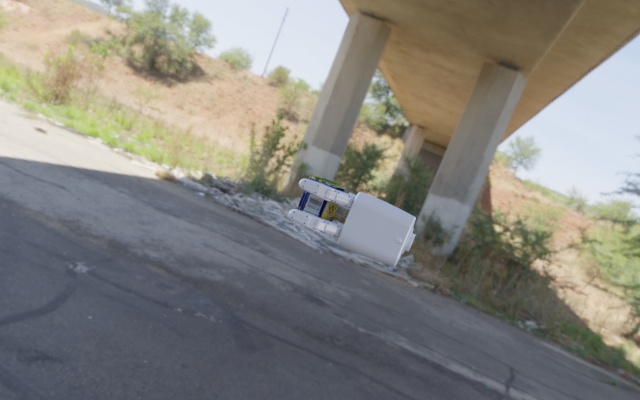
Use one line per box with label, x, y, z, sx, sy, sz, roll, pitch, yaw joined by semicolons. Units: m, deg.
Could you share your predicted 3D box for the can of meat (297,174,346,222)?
can of meat;0.000;0.002;0.856;0.057;0.084;0.102;24;6;16
